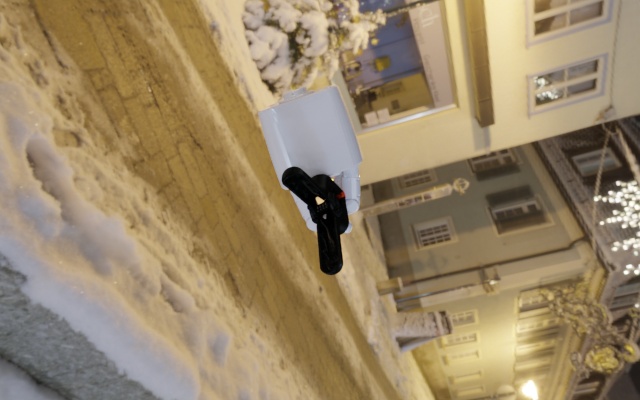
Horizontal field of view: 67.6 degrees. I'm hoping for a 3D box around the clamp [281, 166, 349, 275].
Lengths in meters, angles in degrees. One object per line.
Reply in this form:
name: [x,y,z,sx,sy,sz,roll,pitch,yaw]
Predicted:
clamp: [0.001,0.002,0.558,0.039,0.120,0.171,-17,15,10]
